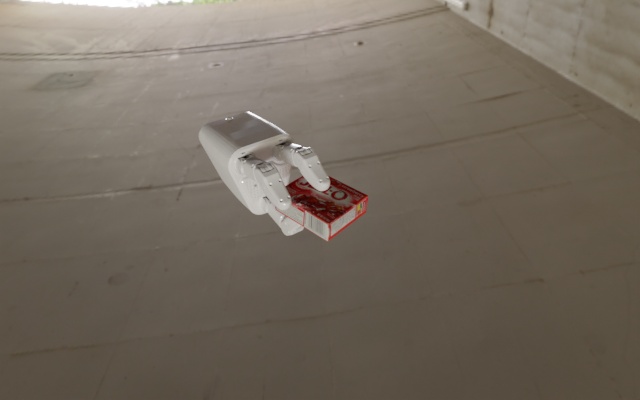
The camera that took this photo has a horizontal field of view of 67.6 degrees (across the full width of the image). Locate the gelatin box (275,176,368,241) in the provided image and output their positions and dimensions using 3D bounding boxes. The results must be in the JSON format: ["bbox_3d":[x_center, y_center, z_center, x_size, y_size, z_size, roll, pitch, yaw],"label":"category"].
[{"bbox_3d":[0.000,0.002,0.573,0.089,0.030,0.073,29,45,31],"label":"gelatin box"}]
